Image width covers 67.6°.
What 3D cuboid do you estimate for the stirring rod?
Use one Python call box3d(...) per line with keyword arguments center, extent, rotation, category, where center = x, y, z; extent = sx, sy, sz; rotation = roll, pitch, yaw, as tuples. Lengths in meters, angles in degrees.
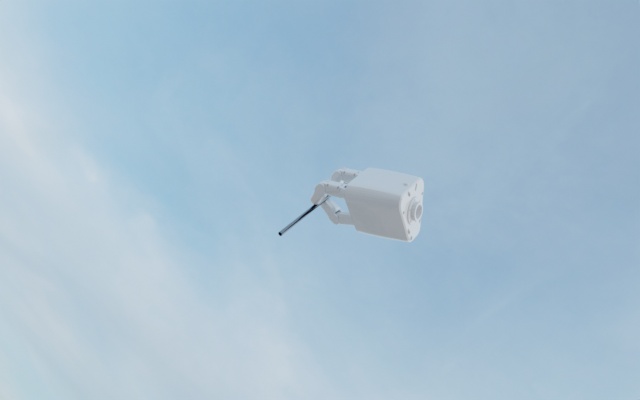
box3d(center=(0.000, 0.003, 0.893), extent=(0.011, 0.011, 0.239), rotation=(0, 27, 40), category="stirring rod")
